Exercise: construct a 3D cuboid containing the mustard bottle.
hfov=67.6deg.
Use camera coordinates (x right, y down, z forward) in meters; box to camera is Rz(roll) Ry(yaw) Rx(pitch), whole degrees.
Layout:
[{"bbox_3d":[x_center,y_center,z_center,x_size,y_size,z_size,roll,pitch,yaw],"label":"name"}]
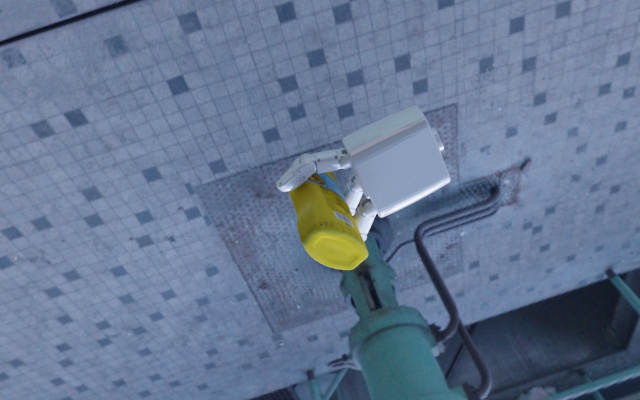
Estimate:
[{"bbox_3d":[0.000,0.002,0.652,0.096,0.058,0.191,29,26,-33],"label":"mustard bottle"}]
